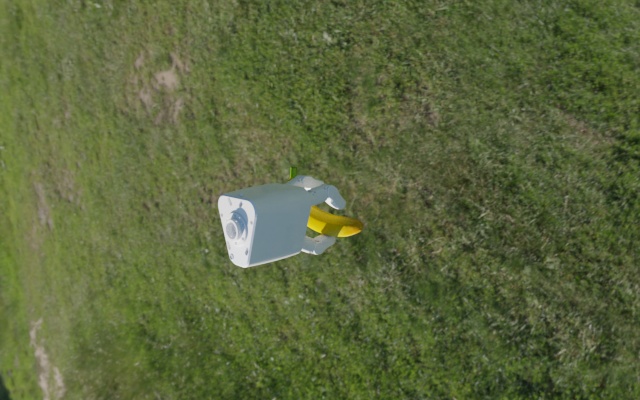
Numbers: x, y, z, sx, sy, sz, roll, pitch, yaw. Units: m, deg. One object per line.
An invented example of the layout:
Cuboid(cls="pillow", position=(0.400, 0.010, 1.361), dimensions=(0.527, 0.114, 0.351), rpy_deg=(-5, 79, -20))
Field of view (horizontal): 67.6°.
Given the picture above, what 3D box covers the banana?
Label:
Cuboid(cls="banana", position=(-0.008, 0.017, 0.835), dimensions=(0.037, 0.070, 0.197), rpy_deg=(-7, 37, -46))
